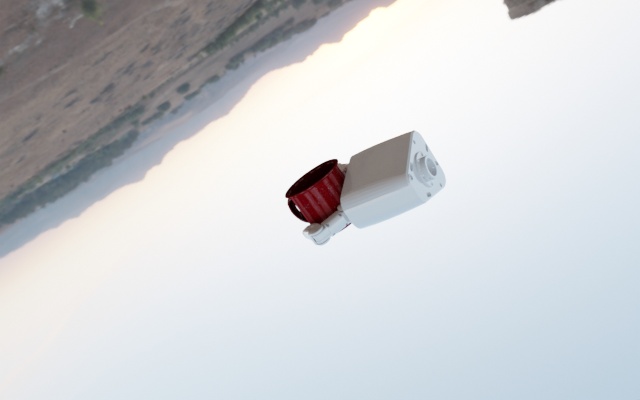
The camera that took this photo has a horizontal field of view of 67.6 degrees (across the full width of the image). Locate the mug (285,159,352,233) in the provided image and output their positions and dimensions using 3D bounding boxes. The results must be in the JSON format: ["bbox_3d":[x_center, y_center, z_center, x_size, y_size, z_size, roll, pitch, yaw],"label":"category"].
[{"bbox_3d":[-0.001,0.003,0.702,0.117,0.081,0.093,-23,20,38],"label":"mug"}]
